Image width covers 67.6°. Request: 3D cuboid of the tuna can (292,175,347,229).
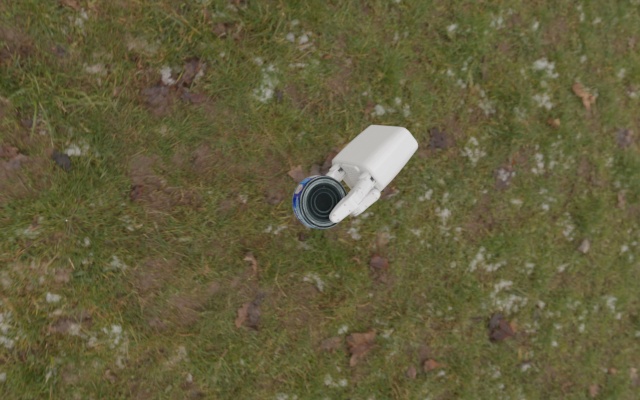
[{"bbox_3d":[0.000,0.003,0.758,0.086,0.086,0.034,0,2,-24],"label":"tuna can"}]
